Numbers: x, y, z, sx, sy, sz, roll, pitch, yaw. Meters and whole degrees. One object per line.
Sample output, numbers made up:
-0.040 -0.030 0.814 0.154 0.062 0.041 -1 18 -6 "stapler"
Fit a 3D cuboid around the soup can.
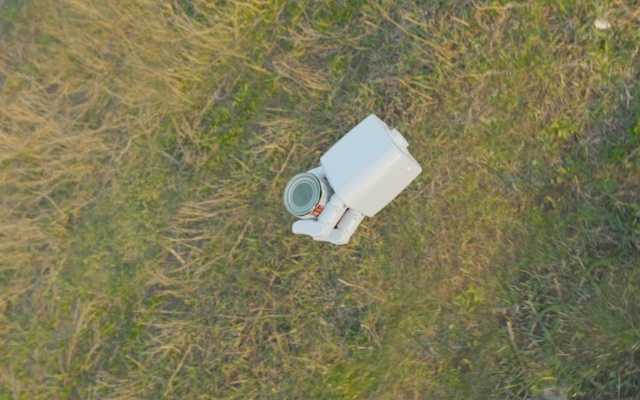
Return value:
0.000 0.003 0.727 0.068 0.068 0.102 0 -14 34 "soup can"
